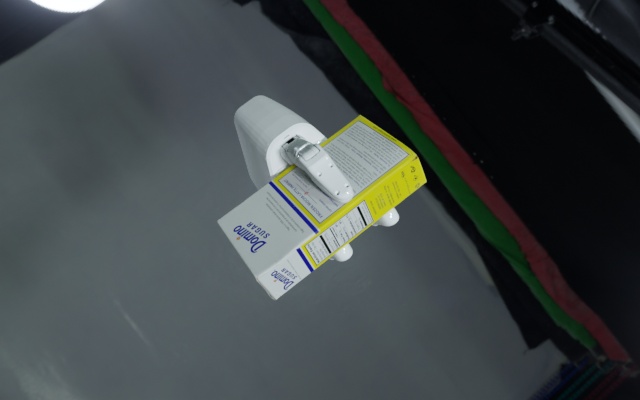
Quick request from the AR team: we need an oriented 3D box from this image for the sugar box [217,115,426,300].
[{"bbox_3d":[0.000,0.002,0.443,0.093,0.176,0.048,45,-9,45],"label":"sugar box"}]
